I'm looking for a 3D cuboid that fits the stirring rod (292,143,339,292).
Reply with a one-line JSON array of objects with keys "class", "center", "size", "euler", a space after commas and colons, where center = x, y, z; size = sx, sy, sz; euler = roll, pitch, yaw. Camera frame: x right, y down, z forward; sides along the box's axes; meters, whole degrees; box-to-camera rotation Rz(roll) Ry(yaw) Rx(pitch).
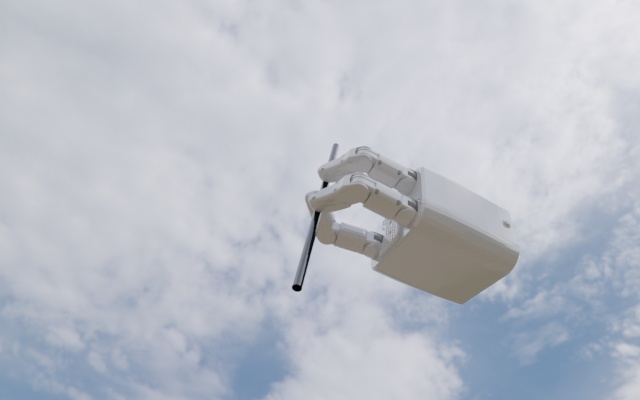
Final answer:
[{"class": "stirring rod", "center": [0.000, 0.002, 0.465], "size": [0.011, 0.011, 0.239], "euler": [0, 33, 10]}]
